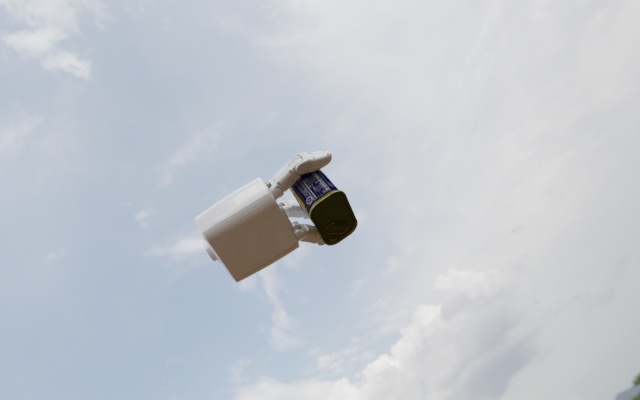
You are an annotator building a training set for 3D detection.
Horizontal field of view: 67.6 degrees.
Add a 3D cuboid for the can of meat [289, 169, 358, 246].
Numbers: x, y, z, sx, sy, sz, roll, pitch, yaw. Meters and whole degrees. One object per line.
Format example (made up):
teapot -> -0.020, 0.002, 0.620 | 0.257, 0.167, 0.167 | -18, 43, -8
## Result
can of meat -> 0.000, 0.002, 0.683 | 0.057, 0.084, 0.102 | -35, -40, -6
